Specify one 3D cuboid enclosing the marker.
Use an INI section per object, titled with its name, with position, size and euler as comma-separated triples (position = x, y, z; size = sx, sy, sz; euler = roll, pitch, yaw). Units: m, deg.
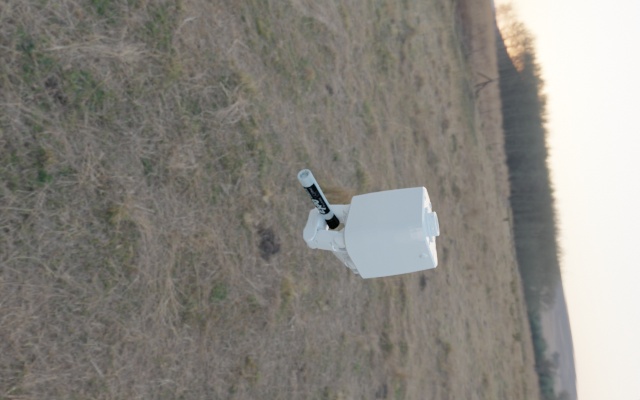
[marker]
position = 0.000, 0.002, 0.660
size = 0.020, 0.020, 0.121
euler = 0, -37, 27
